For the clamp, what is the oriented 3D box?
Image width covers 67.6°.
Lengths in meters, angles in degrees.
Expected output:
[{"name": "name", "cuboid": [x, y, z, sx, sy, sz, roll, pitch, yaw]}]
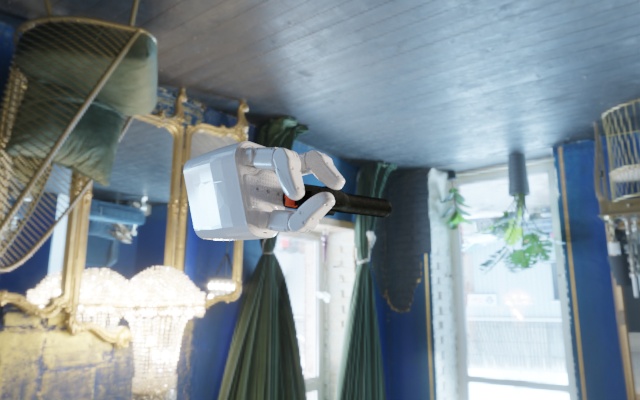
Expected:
[{"name": "clamp", "cuboid": [0.000, 0.003, 0.605, 0.120, 0.039, 0.171, -8, -14, 37]}]
